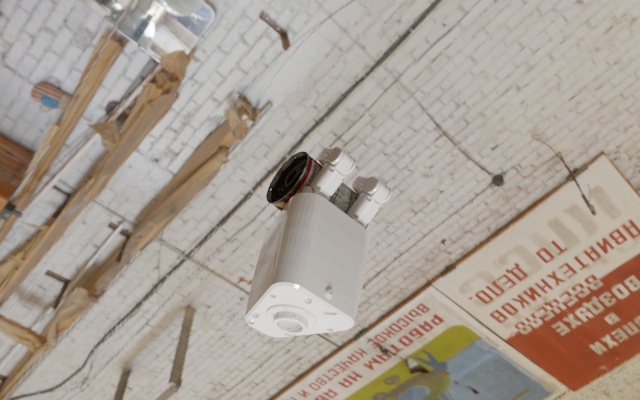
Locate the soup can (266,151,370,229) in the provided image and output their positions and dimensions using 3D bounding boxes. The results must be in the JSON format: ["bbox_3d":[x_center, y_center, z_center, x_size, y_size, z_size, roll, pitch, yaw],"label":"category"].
[{"bbox_3d":[0.000,0.002,0.536,0.102,0.068,0.068,37,-18,-25],"label":"soup can"}]
